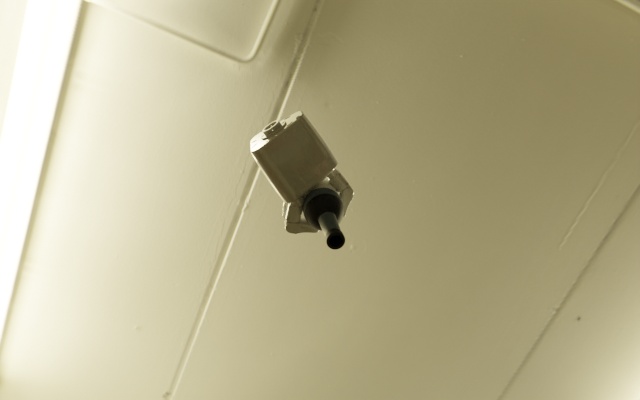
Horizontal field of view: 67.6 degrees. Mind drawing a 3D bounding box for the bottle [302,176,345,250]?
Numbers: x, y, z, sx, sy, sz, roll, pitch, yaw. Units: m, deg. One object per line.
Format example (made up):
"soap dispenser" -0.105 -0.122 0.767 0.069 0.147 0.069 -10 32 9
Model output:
"bottle" 0.000 0.003 0.810 0.069 0.069 0.295 0 22 -9
